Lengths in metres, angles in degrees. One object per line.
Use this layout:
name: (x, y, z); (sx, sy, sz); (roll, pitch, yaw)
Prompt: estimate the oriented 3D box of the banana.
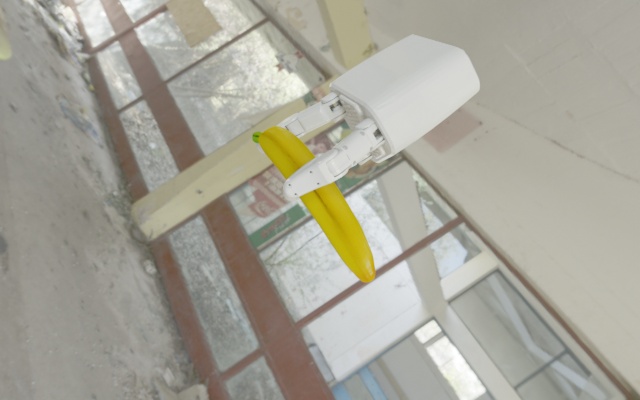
banana: (-0.002, -0.004, 0.470); (0.037, 0.198, 0.069); (-36, -6, -6)
